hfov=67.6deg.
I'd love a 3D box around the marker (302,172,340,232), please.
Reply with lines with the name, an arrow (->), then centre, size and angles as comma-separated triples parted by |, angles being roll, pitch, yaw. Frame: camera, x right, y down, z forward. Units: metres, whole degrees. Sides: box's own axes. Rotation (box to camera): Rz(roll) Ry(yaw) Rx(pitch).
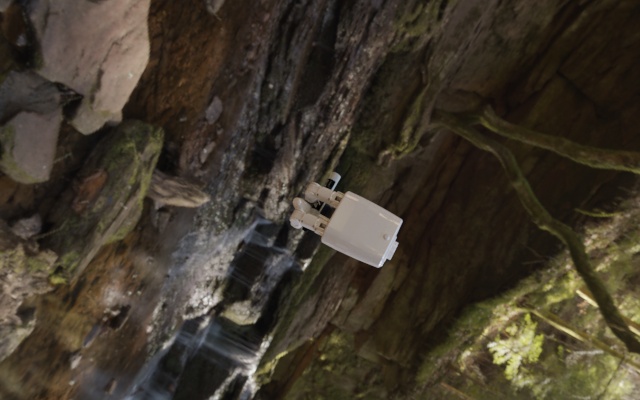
marker -> 0.000, 0.003, 0.854 | 0.020, 0.121, 0.020 | 27, -18, 10
